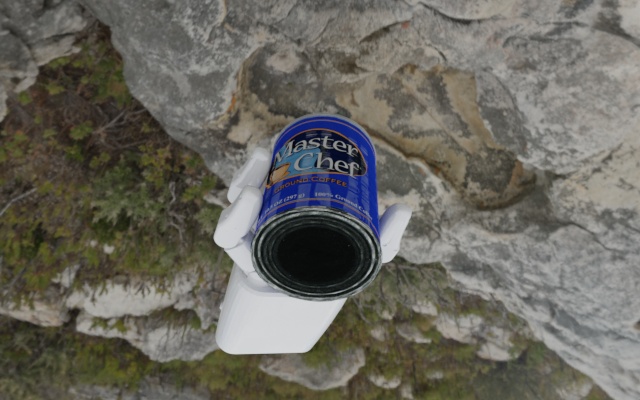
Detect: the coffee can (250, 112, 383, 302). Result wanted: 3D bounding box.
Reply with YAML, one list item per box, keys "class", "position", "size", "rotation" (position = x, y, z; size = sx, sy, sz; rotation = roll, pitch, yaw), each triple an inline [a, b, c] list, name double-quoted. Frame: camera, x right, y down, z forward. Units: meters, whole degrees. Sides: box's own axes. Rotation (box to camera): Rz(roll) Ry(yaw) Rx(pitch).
- class: "coffee can"
  position: [0.000, 0.001, 0.420]
  size: [0.103, 0.103, 0.140]
  rotation: [0, 39, 4]
